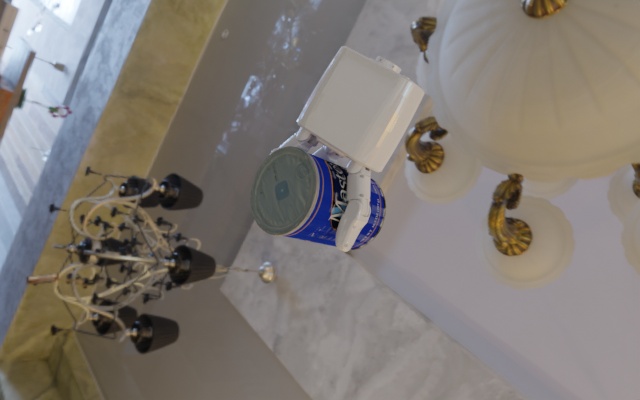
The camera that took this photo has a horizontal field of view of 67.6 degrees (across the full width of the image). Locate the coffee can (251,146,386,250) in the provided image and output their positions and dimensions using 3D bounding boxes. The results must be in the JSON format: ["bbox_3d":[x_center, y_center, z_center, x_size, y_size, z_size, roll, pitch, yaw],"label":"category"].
[{"bbox_3d":[0.000,0.002,0.588,0.103,0.103,0.140,0,-11,40],"label":"coffee can"}]
